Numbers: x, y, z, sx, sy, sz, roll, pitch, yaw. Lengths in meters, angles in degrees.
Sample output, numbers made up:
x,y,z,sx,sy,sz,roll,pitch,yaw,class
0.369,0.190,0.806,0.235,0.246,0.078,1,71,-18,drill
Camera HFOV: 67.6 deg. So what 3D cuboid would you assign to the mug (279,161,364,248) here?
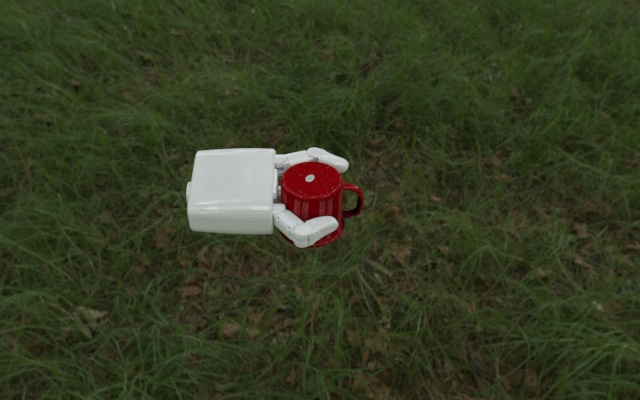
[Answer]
x,y,z,sx,sy,sz,roll,pitch,yaw,class
0.002,0.002,0.637,0.117,0.082,0.093,-1,41,-2,mug
